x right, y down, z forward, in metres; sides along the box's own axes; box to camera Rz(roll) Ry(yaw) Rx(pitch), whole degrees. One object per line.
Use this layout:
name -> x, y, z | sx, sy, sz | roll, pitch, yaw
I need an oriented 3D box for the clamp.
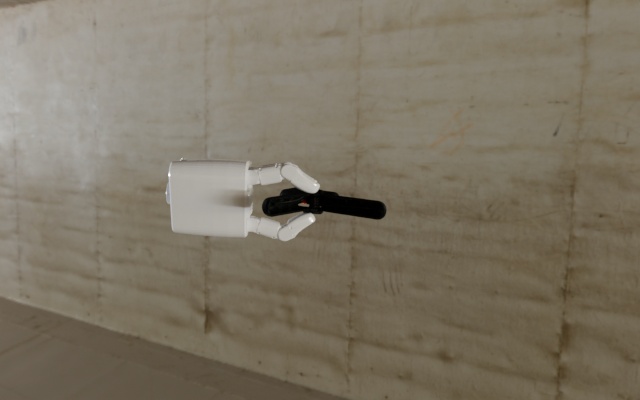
clamp -> 0.000, 0.003, 0.707 | 0.164, 0.036, 0.210 | 4, 5, -5
